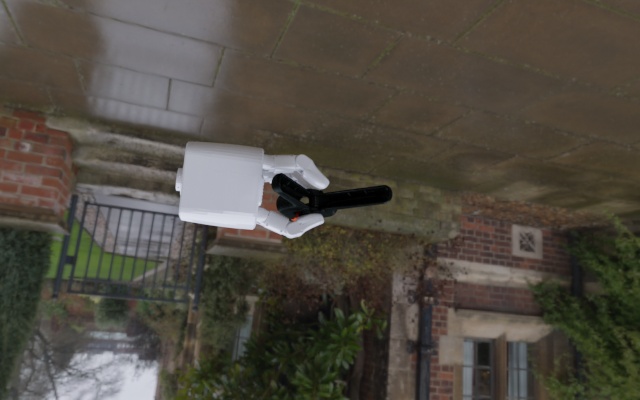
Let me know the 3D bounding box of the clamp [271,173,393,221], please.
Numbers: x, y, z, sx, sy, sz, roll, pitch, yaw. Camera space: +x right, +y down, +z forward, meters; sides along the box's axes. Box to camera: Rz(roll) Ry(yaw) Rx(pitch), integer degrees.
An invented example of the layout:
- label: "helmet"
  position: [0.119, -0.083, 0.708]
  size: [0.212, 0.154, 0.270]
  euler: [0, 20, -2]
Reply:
- label: "clamp"
  position: [0.000, 0.003, 0.700]
  size: [0.164, 0.036, 0.210]
  euler: [5, -13, -11]
